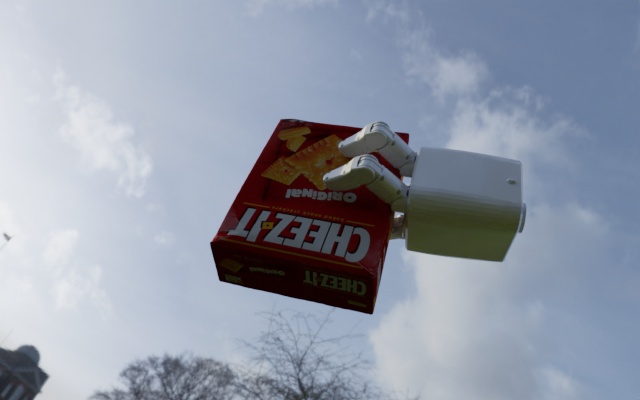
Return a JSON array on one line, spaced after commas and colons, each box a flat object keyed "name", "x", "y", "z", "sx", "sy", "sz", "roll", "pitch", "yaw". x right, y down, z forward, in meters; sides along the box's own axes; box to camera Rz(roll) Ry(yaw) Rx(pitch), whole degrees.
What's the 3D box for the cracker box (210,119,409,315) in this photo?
[{"name": "cracker box", "x": 0.000, "y": 0.002, "z": 0.524, "sx": 0.164, "sy": 0.072, "sz": 0.213, "roll": 9, "pitch": 46, "yaw": 13}]
